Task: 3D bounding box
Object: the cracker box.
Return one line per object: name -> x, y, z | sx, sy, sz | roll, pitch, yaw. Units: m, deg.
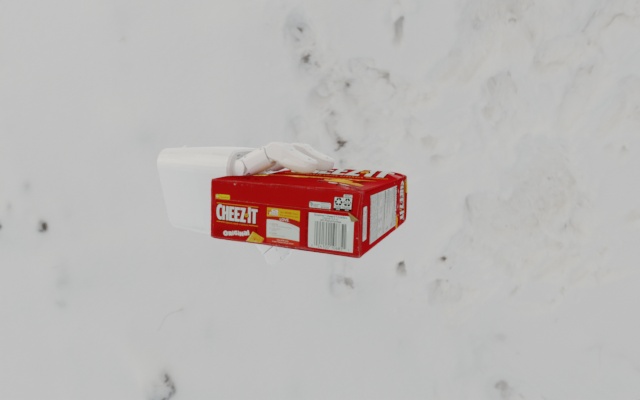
cracker box -> 0.000, 0.002, 0.556 | 0.164, 0.072, 0.213 | 5, 9, 21
